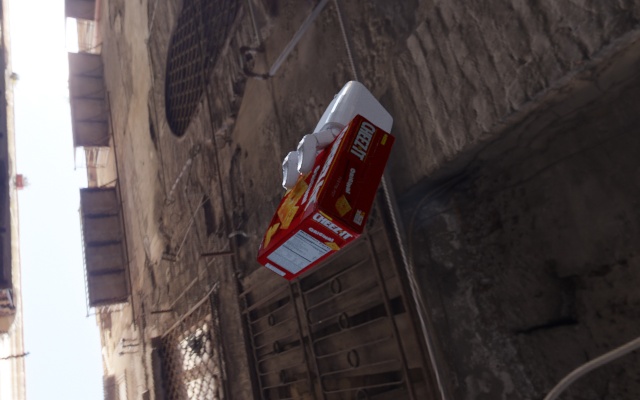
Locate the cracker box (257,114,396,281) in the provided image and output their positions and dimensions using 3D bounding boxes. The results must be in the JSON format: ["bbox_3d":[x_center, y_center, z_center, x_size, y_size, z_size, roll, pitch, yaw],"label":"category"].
[{"bbox_3d":[0.000,0.002,0.669,0.072,0.164,0.214,31,-34,-12],"label":"cracker box"}]
